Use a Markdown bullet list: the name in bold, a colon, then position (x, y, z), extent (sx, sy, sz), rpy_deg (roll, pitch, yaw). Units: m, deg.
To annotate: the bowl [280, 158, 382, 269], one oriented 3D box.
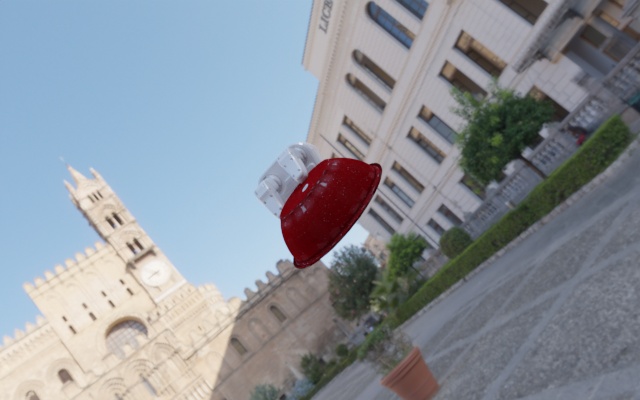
- **bowl**: position (0.000, 0.002, 0.576), extent (0.055, 0.162, 0.162), rpy_deg (39, -11, -13)
